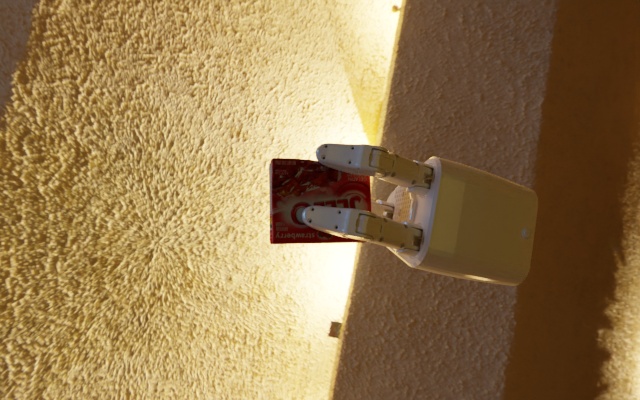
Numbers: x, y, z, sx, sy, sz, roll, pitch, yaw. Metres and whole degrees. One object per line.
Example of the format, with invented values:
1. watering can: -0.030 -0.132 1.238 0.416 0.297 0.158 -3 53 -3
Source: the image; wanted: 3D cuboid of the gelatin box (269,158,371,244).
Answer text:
1. gelatin box: 0.000 0.001 0.419 0.089 0.073 0.030 0 -6 -11
